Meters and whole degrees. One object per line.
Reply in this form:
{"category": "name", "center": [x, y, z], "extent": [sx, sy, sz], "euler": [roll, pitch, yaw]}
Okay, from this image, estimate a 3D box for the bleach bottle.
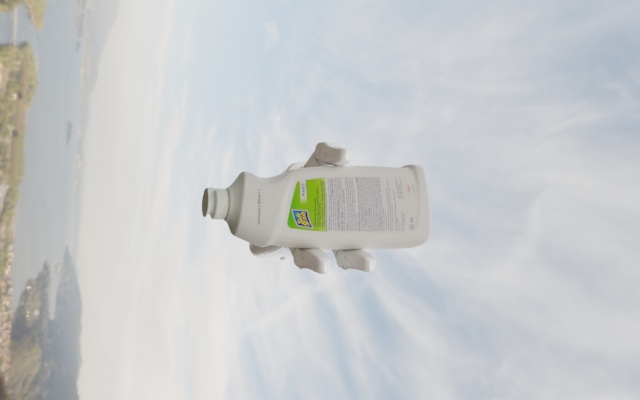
{"category": "bleach bottle", "center": [0.000, 0.002, 0.519], "extent": [0.251, 0.102, 0.068], "euler": [4, -17, -26]}
